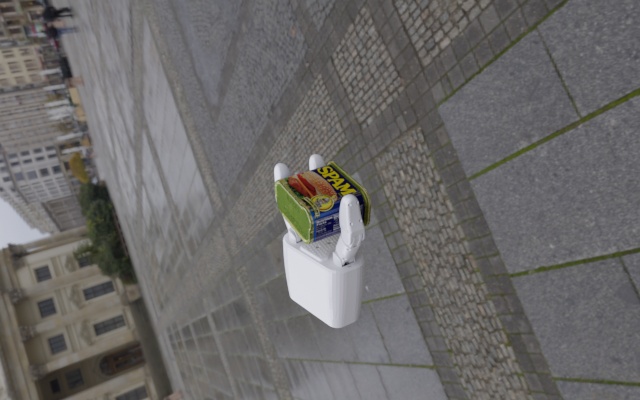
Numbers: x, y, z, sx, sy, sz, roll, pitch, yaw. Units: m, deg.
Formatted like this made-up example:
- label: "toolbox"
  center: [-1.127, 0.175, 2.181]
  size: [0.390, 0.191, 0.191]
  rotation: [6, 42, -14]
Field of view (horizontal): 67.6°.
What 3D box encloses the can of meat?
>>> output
- label: "can of meat"
  center: [0.000, 0.002, 0.598]
  size: [0.084, 0.057, 0.102]
  rotation: [-18, 40, -24]
